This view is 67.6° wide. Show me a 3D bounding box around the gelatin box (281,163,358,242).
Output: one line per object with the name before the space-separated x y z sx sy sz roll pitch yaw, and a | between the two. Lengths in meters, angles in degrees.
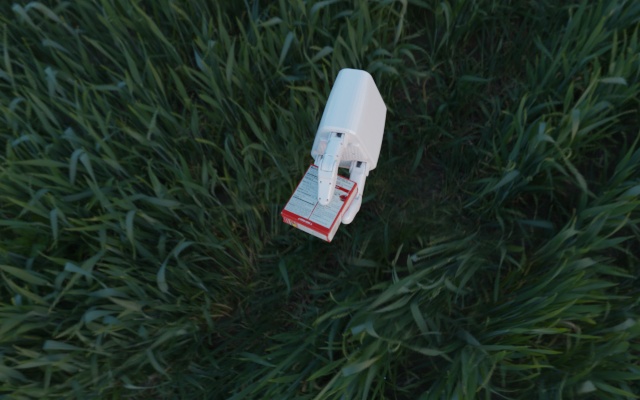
gelatin box | 0.000 0.002 0.650 0.073 0.089 0.030 23 -24 17
